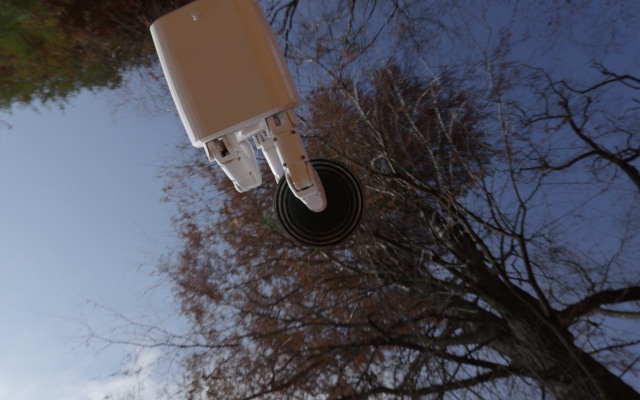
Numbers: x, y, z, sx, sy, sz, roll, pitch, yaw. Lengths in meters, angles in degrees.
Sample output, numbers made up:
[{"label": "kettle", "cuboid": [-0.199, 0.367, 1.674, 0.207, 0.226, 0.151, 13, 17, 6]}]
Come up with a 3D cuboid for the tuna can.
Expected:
[{"label": "tuna can", "cuboid": [0.000, 0.002, 0.456, 0.086, 0.086, 0.034, 0, 4, 4]}]
